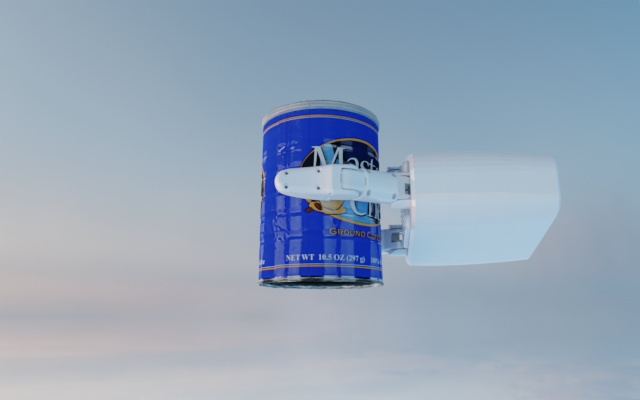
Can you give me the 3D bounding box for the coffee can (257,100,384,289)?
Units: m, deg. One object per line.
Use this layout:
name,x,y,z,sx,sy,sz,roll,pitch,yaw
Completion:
coffee can,0.000,0.001,0.404,0.103,0.140,0.103,0,-14,0
